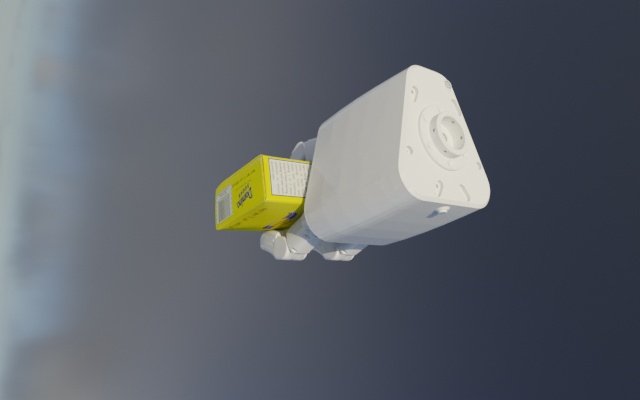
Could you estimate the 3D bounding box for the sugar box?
[{"bbox_3d":[0.000,0.002,0.449,0.176,0.048,0.093,7,-21,-35],"label":"sugar box"}]
